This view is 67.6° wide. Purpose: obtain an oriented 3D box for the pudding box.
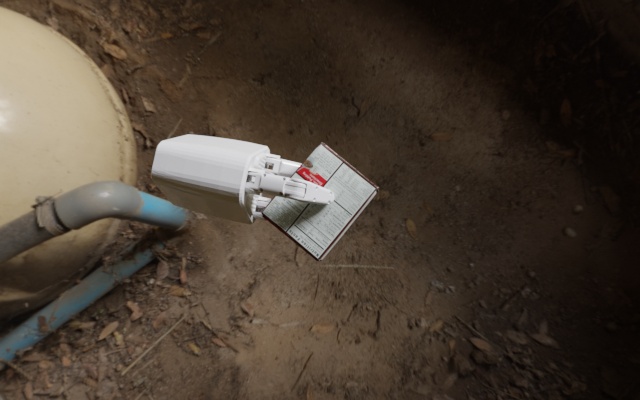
[{"bbox_3d":[0.000,0.002,0.563,0.090,0.113,0.039,40,1,6],"label":"pudding box"}]
